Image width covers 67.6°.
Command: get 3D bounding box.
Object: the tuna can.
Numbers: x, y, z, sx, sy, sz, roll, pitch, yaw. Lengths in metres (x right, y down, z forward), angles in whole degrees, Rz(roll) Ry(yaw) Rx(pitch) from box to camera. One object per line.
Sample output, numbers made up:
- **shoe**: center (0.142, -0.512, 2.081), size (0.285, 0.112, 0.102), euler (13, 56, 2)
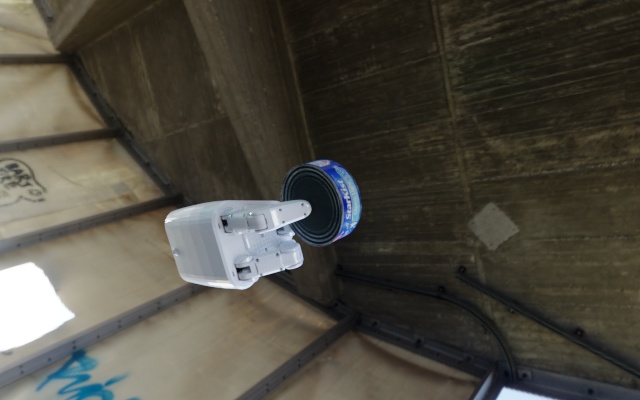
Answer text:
- **tuna can**: center (0.001, 0.001, 0.492), size (0.086, 0.086, 0.033), euler (0, 14, 44)
